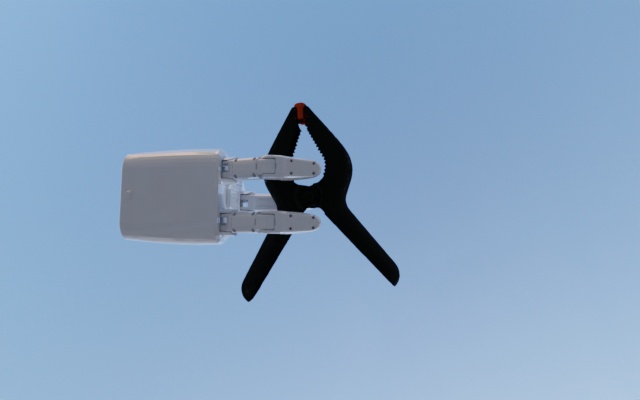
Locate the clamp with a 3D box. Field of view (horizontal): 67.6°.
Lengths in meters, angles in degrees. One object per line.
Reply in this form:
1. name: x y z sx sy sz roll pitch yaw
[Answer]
1. clamp: 0.000 0.001 0.506 0.164 0.210 0.036 0 -6 3
